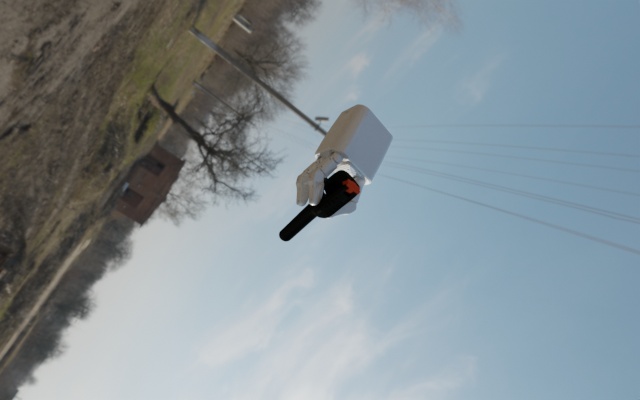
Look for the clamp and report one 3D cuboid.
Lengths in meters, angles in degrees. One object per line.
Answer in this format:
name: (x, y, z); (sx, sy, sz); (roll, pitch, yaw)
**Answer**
clamp: (0.001, 0.003, 0.859); (0.036, 0.164, 0.210); (35, -17, -19)
